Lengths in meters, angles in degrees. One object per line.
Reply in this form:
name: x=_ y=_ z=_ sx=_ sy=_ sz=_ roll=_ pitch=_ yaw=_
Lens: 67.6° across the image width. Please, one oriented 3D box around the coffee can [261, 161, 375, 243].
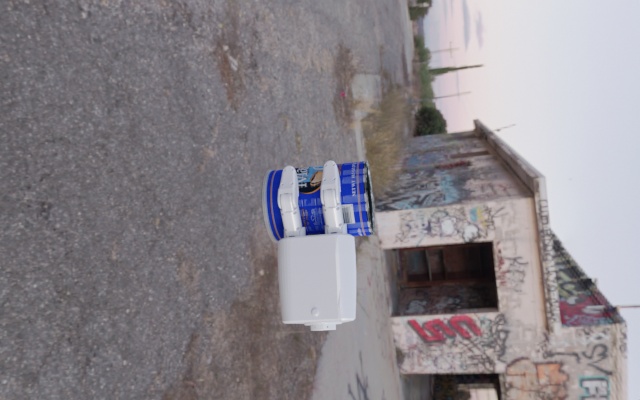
coffee can: x=0.000 y=0.002 z=0.664 sx=0.140 sy=0.103 sz=0.103 roll=-5 pitch=-1 yaw=10
